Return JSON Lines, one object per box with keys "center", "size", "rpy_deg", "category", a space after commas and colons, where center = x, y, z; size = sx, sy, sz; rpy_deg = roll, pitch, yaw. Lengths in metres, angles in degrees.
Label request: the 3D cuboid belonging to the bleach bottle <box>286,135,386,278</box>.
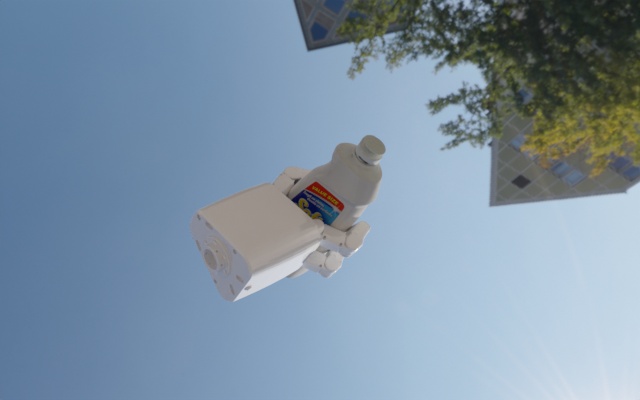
{"center": [0.000, 0.002, 0.617], "size": [0.068, 0.102, 0.251], "rpy_deg": [-24, -19, -42], "category": "bleach bottle"}
